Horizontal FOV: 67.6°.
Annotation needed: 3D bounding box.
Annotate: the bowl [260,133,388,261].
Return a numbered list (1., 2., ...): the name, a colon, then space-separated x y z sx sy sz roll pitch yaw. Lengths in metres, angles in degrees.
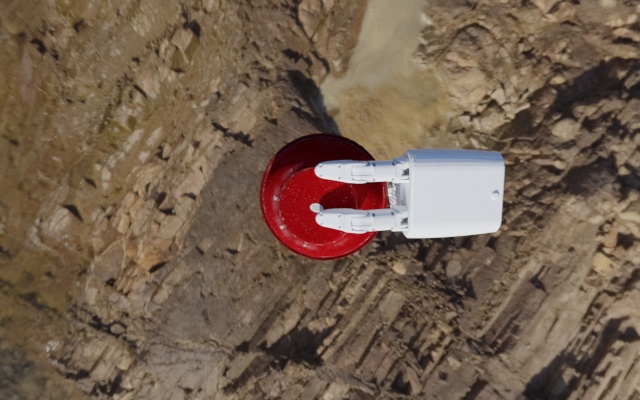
1. bowl: -0.001 0.002 0.571 0.162 0.162 0.055 0 11 7
